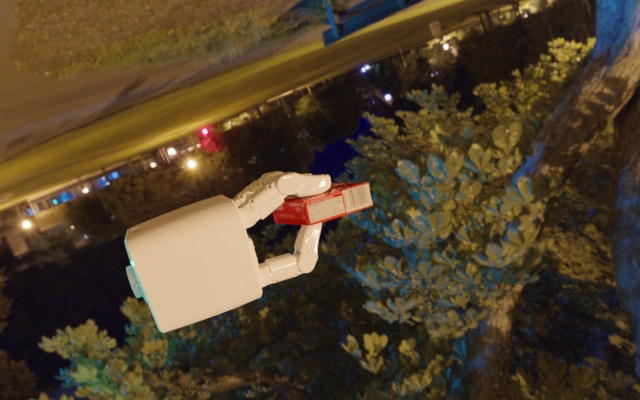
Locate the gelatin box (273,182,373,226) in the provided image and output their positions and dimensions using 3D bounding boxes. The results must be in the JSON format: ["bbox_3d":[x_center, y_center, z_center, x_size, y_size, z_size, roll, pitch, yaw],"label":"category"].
[{"bbox_3d":[0.000,0.002,0.528,0.089,0.030,0.073,-16,10,-32],"label":"gelatin box"}]
